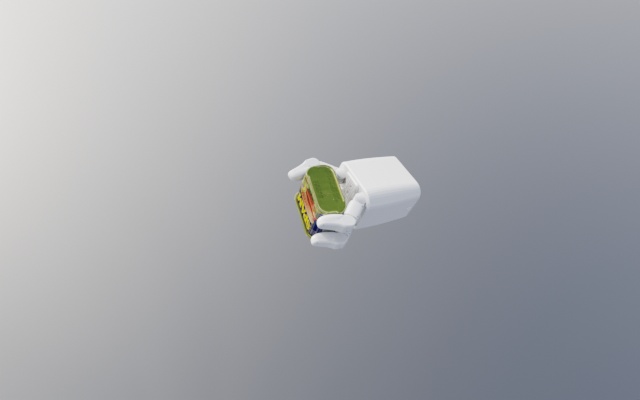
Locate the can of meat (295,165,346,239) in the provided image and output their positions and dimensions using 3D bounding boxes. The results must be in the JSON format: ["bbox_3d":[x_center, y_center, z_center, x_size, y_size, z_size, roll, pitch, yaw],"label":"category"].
[{"bbox_3d":[0.000,0.002,0.804,0.057,0.102,0.084,-7,-30,-20],"label":"can of meat"}]
